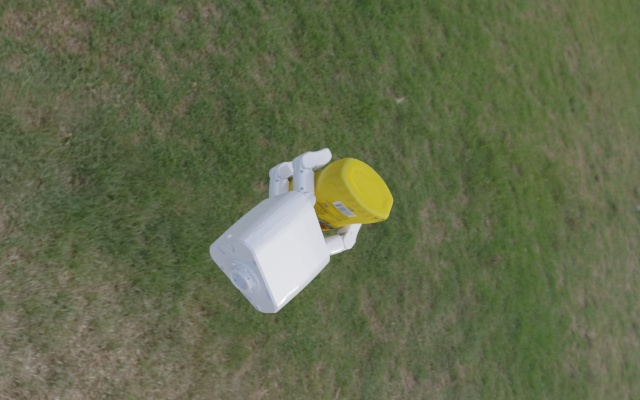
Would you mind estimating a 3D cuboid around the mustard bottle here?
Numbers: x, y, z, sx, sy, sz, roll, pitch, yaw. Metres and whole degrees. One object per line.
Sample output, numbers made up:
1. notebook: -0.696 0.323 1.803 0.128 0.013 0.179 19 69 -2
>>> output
1. mustard bottle: 0.000 0.002 0.661 0.096 0.058 0.191 39 -33 -28
